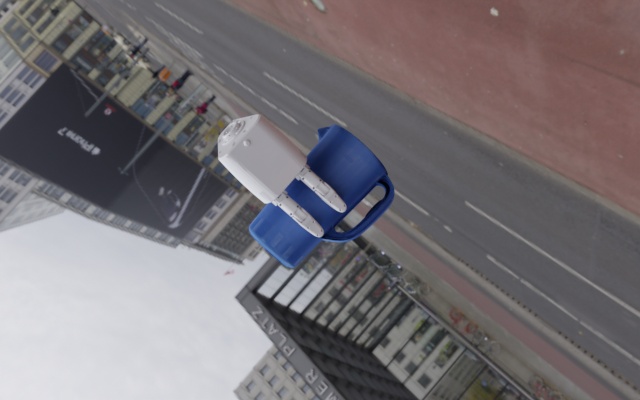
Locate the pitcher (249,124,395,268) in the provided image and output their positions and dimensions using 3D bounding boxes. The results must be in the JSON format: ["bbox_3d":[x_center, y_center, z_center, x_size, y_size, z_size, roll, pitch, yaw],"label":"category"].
[{"bbox_3d":[0.000,0.003,0.831,0.145,0.243,0.149,44,-4,-31],"label":"pitcher"}]
